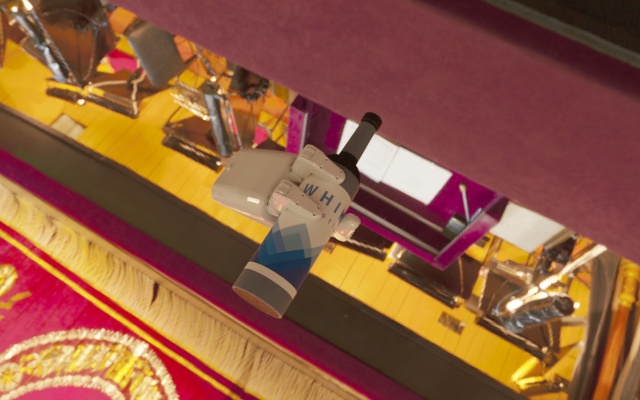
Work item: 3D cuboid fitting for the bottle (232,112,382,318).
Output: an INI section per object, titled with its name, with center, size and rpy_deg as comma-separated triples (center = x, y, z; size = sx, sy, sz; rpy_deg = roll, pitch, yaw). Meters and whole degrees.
[bottle]
center = 0.000, 0.002, 0.599
size = 0.069, 0.295, 0.069
rpy_deg = 27, -23, 13
